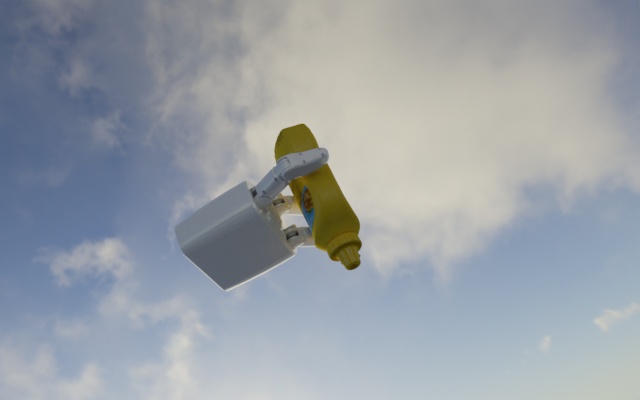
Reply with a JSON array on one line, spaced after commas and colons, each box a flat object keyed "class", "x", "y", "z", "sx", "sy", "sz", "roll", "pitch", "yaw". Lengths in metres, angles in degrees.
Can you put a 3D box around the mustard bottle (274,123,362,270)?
[{"class": "mustard bottle", "x": 0.000, "y": 0.002, "z": 0.581, "sx": 0.058, "sy": 0.191, "sz": 0.096, "roll": -18, "pitch": -34, "yaw": -14}]
